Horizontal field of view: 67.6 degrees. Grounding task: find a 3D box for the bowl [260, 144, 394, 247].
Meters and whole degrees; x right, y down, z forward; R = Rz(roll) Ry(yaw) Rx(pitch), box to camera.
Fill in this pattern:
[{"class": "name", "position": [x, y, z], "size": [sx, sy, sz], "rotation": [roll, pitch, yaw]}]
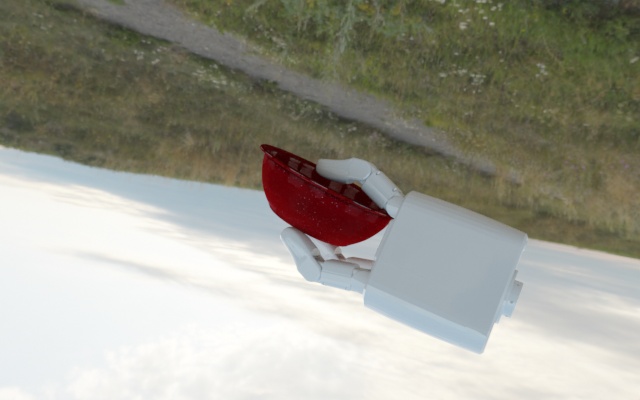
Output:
[{"class": "bowl", "position": [-0.001, 0.001, 0.494], "size": [0.162, 0.055, 0.162], "rotation": [27, 9, -5]}]
